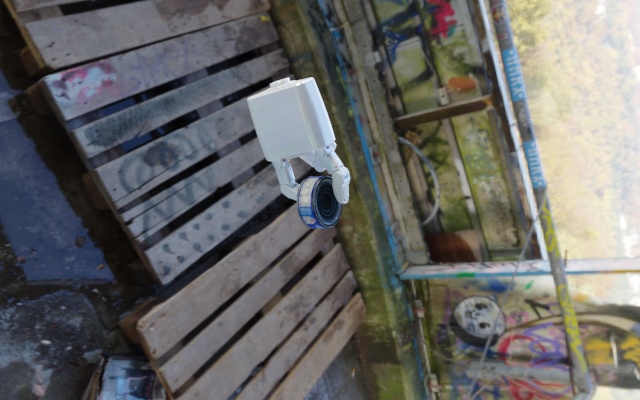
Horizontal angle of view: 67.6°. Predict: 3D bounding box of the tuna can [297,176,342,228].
[{"bbox_3d":[0.001,0.003,0.775,0.034,0.086,0.086,-2,-1,35],"label":"tuna can"}]
